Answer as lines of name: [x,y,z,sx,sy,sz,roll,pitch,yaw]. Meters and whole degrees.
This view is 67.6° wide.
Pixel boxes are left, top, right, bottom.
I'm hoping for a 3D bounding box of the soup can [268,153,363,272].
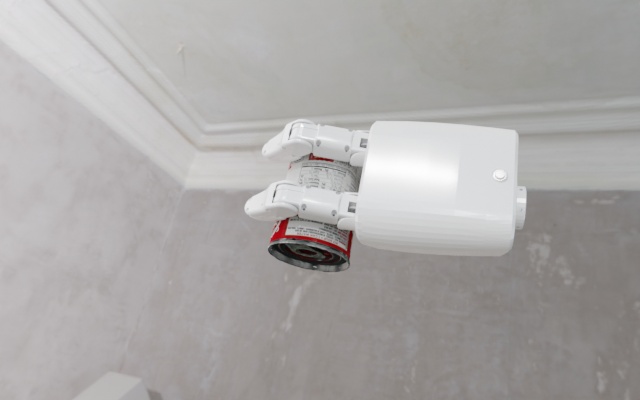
soup can: [0.000,0.001,0.405,0.068,0.102,0.068,10,-23,4]
